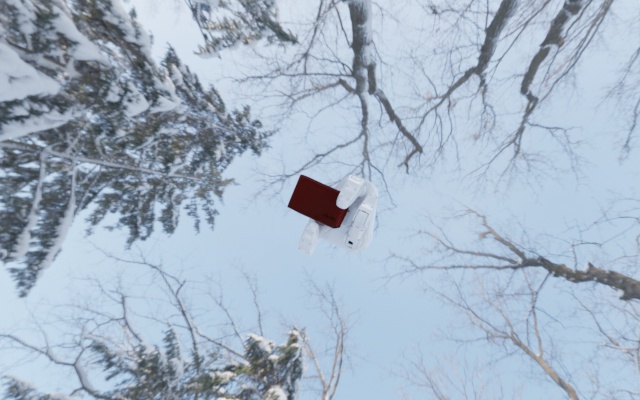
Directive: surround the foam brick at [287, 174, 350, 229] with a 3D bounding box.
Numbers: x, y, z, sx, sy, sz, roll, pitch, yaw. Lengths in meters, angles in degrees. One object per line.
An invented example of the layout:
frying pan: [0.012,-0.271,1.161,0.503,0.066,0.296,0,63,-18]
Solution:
foam brick: [0.000,0.002,0.696,0.078,0.053,0.051,26,4,10]
